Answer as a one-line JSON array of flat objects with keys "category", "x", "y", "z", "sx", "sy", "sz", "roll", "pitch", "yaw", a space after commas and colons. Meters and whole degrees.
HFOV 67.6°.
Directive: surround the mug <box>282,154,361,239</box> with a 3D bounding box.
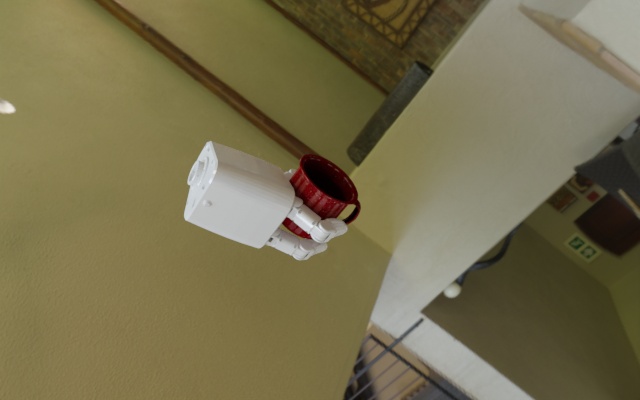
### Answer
[{"category": "mug", "x": 0.001, "y": 0.003, "z": 0.655, "sx": 0.117, "sy": 0.081, "sz": 0.093, "roll": 23, "pitch": 32, "yaw": -27}]
